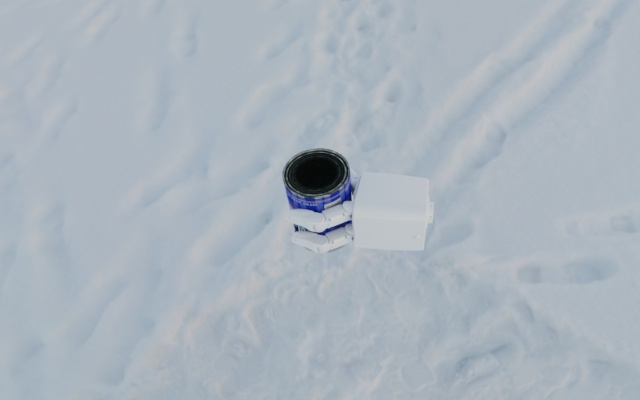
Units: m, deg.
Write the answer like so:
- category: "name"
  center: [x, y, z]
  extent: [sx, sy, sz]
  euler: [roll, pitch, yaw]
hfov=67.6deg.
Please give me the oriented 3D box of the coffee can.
- category: "coffee can"
  center: [0.000, 0.003, 0.761]
  extent: [0.103, 0.102, 0.140]
  euler: [0, -40, 8]
